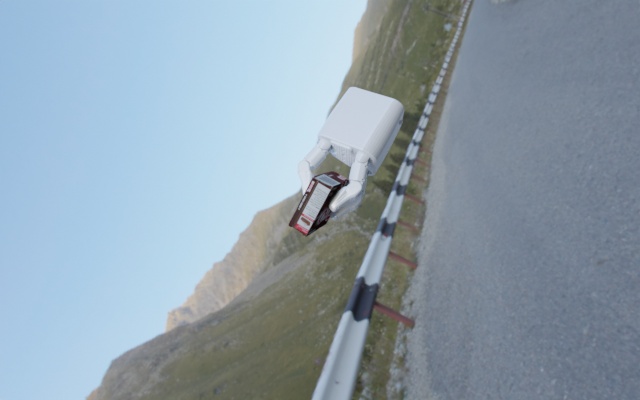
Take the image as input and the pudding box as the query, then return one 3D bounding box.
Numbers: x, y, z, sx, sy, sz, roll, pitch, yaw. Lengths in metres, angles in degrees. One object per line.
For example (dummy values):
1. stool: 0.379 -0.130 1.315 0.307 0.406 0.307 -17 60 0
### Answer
1. pudding box: 0.000 0.002 0.761 0.039 0.090 0.113 31 15 13
